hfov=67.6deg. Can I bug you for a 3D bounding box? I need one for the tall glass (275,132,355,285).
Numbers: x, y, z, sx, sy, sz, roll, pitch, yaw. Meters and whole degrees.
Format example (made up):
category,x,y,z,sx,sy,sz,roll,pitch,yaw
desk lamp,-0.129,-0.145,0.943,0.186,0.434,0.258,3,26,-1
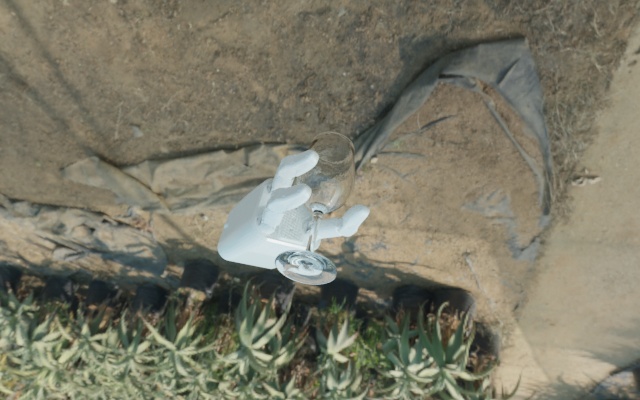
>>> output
category,x,y,z,sx,sy,sz,roll,pitch,yaw
tall glass,0.000,0.003,0.614,0.079,0.201,0.079,8,-37,6
